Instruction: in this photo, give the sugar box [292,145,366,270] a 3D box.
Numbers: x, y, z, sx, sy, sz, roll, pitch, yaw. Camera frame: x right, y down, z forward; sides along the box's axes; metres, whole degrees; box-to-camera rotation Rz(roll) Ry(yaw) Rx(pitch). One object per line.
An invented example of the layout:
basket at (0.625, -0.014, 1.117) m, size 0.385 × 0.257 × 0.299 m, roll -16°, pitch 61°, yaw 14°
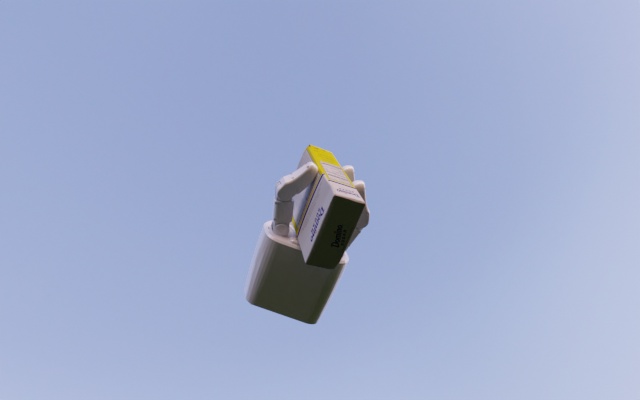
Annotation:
sugar box at (0.001, 0.002, 0.604) m, size 0.048 × 0.093 × 0.176 m, roll 15°, pitch 21°, yaw -21°
